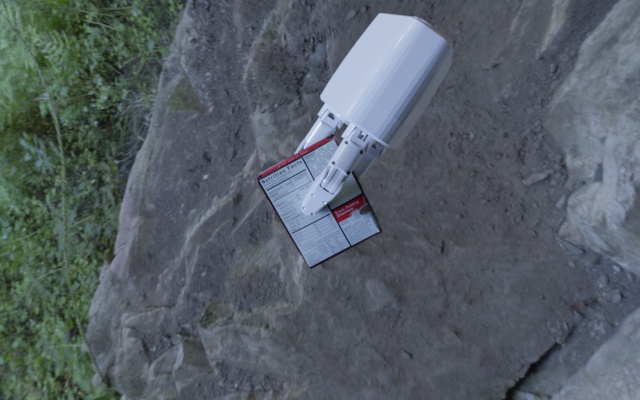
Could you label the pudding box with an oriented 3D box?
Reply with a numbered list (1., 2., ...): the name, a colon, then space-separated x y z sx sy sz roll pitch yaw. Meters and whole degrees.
1. pudding box: 0.000 0.002 0.491 0.090 0.113 0.039 -28 11 6
